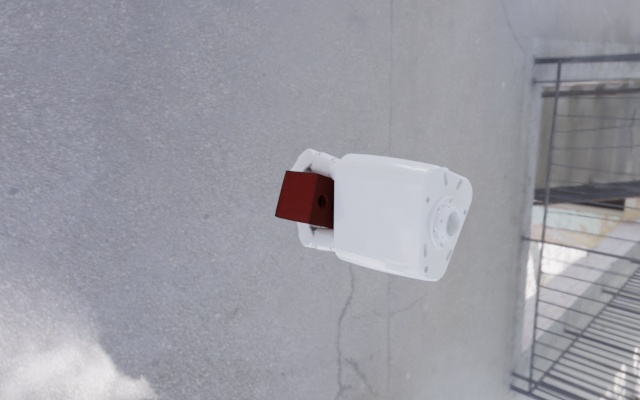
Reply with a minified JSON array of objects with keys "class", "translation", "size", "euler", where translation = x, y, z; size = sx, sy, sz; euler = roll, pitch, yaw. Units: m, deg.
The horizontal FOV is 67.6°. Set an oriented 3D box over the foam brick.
[{"class":"foam brick","translation":[0.000,0.002,0.518],"size":[0.051,0.053,0.078],"euler":[10,-3,44]}]
